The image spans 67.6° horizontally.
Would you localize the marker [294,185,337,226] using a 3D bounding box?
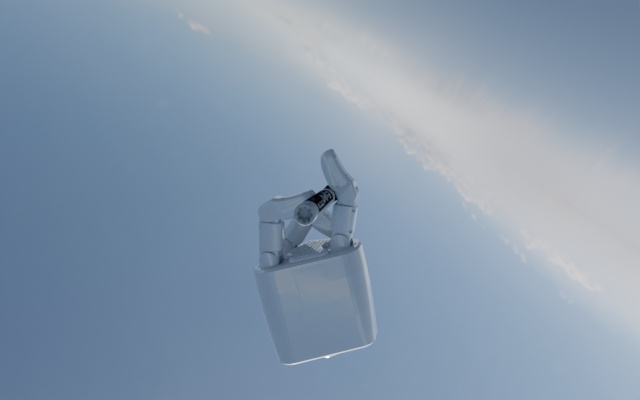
[{"bbox_3d":[0.000,0.001,0.452,0.020,0.020,0.121,0,10,13],"label":"marker"}]
